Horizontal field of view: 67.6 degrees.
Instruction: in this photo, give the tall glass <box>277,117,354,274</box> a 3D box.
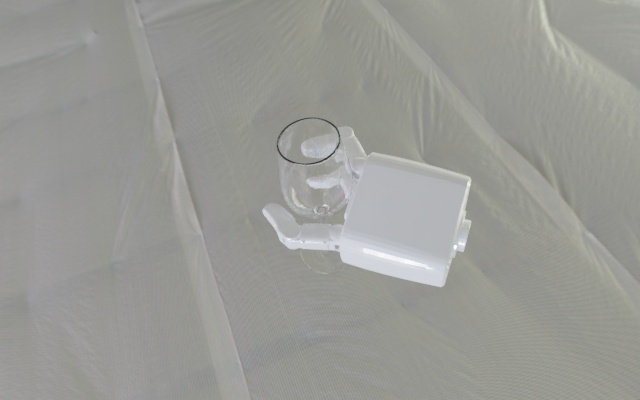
[{"bbox_3d":[0.000,0.002,0.530,0.079,0.079,0.201,0,-36,9],"label":"tall glass"}]
